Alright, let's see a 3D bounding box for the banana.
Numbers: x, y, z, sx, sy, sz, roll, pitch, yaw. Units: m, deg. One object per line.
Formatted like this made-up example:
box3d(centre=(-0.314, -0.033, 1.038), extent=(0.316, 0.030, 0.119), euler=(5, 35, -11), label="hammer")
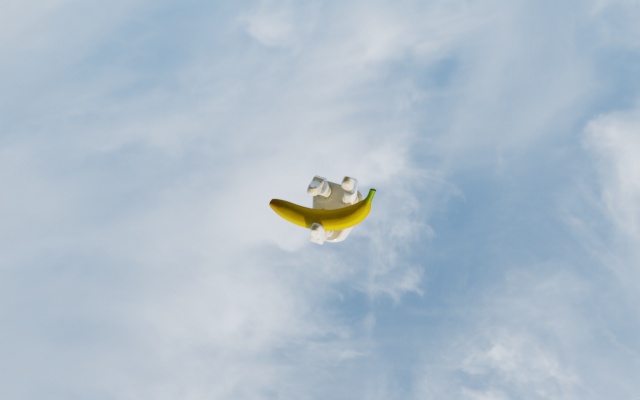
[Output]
box3d(centre=(0.006, 0.021, 0.847), extent=(0.198, 0.069, 0.037), euler=(-6, 6, 15), label="banana")
